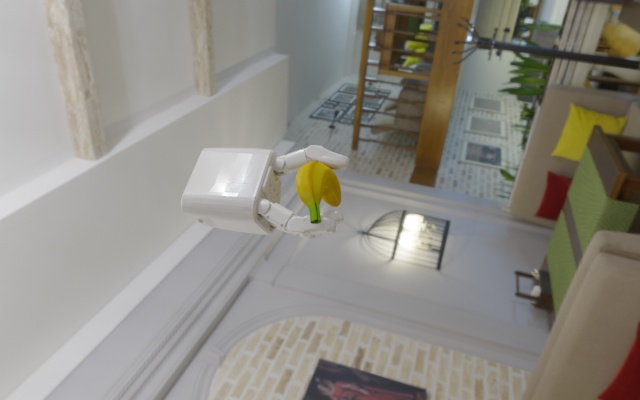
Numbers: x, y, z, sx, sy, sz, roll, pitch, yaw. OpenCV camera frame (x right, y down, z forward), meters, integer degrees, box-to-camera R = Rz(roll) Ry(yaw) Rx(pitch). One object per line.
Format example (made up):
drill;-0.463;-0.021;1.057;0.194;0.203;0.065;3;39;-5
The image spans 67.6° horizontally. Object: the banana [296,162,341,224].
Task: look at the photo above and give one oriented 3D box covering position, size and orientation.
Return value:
banana;-0.002;-0.016;0.618;0.037;0.069;0.198;-3;5;11
